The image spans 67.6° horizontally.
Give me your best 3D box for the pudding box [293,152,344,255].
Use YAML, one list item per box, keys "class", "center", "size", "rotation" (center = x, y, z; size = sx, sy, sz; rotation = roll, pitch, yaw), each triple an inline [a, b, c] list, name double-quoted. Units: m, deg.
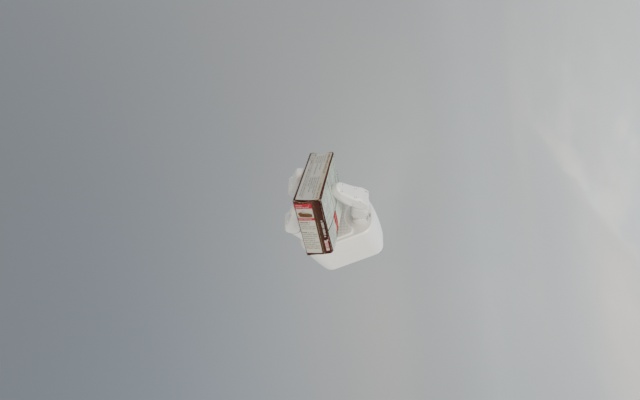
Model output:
- class: "pudding box"
  center: [0.000, 0.002, 0.629]
  size: [0.039, 0.090, 0.113]
  rotation: [-5, 36, 13]
